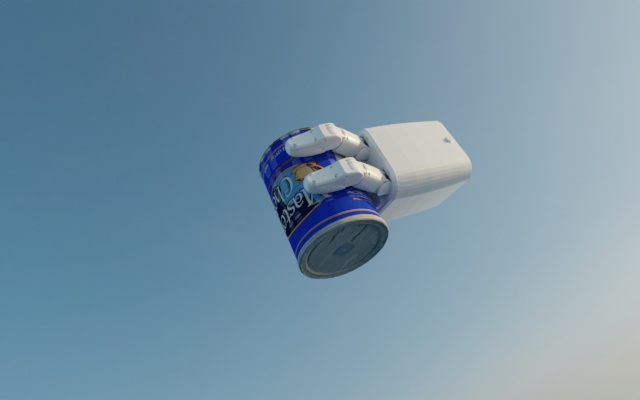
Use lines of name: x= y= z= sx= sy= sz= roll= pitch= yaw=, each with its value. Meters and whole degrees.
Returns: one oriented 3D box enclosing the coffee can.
coffee can: x=0.000 y=0.002 z=0.538 sx=0.103 sy=0.140 sz=0.103 roll=-18 pitch=-36 yaw=-13
